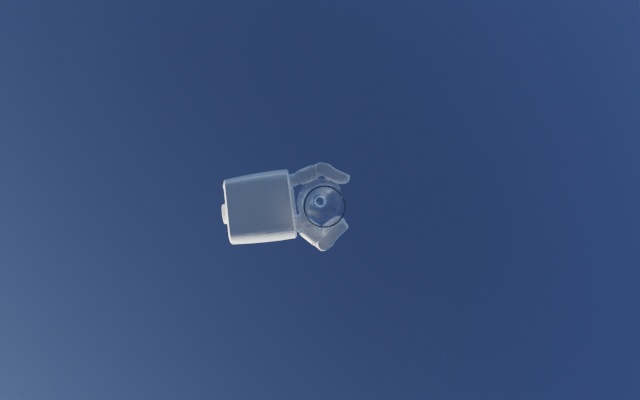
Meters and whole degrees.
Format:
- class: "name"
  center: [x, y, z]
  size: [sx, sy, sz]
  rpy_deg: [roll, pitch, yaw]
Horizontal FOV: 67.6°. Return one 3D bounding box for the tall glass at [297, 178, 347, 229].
- class: "tall glass"
  center: [0.000, 0.002, 0.791]
  size: [0.079, 0.079, 0.201]
  rpy_deg: [0, 4, -4]
